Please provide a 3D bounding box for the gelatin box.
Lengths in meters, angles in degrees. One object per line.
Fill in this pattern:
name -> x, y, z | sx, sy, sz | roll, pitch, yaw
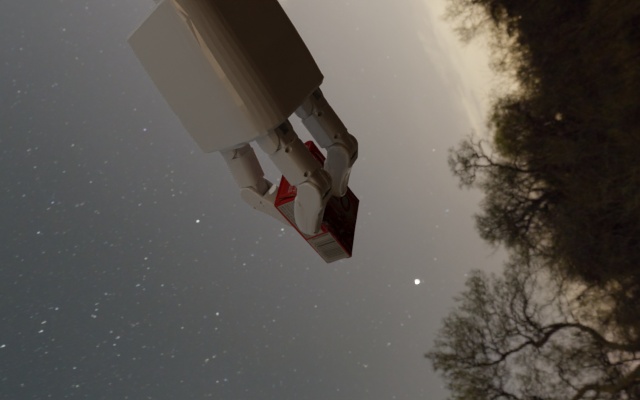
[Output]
gelatin box -> 0.000, 0.002, 0.435 | 0.030, 0.073, 0.089 | -19, -52, 28
